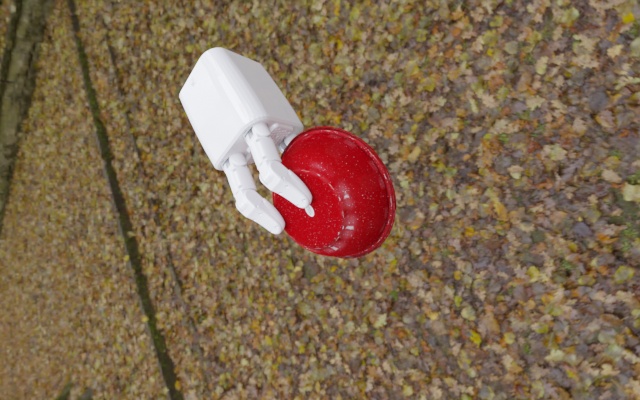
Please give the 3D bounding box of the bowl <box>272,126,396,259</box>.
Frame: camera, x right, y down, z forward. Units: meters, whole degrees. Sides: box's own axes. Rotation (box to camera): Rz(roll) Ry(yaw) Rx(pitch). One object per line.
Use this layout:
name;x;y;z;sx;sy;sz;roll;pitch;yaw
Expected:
bowl;0.001;0.003;0.535;0.162;0.162;0.055;0;19;35
